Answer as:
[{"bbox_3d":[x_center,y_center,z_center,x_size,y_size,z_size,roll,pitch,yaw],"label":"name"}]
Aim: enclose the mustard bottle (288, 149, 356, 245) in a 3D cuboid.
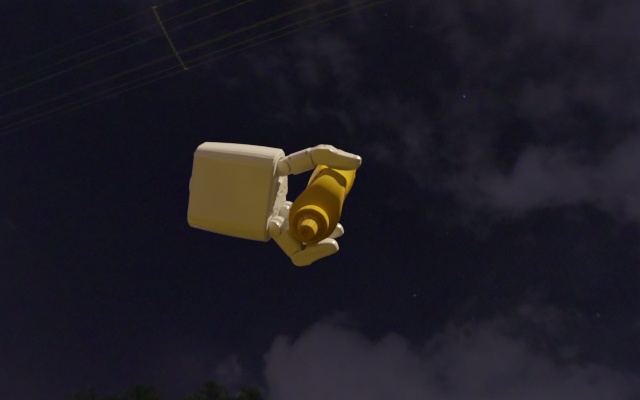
[{"bbox_3d":[0.000,0.002,0.602,0.058,0.096,0.191,31,22,-1],"label":"mustard bottle"}]
